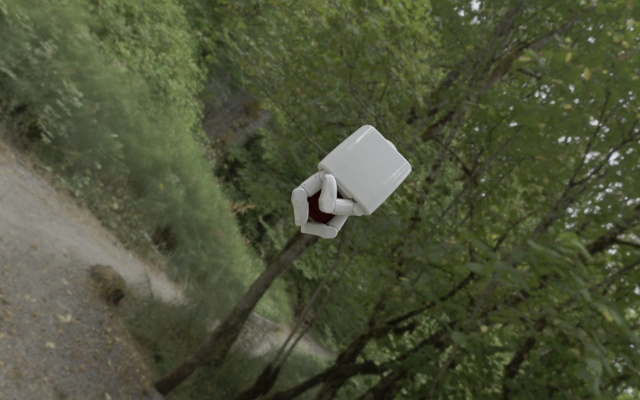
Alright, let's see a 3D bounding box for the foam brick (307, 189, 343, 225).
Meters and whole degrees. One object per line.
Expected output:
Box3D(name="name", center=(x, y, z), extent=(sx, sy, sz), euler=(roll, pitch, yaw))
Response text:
Box3D(name="foam brick", center=(0.000, 0.003, 0.809), extent=(0.051, 0.053, 0.078), euler=(-43, 13, -10))
